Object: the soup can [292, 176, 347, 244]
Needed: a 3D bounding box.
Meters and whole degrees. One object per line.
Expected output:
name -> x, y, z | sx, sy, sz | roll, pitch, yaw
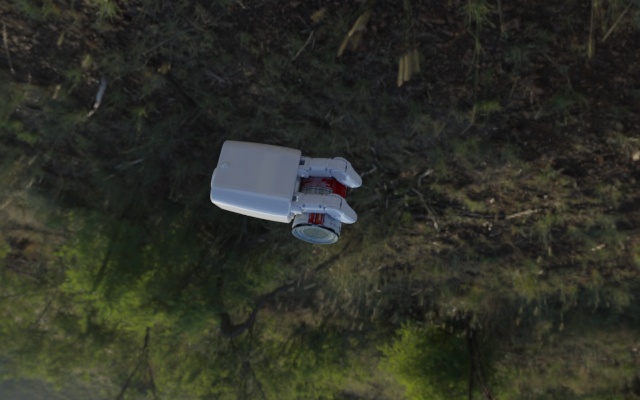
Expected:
soup can -> 0.001, 0.003, 0.672 | 0.068, 0.102, 0.068 | 8, -24, 4
